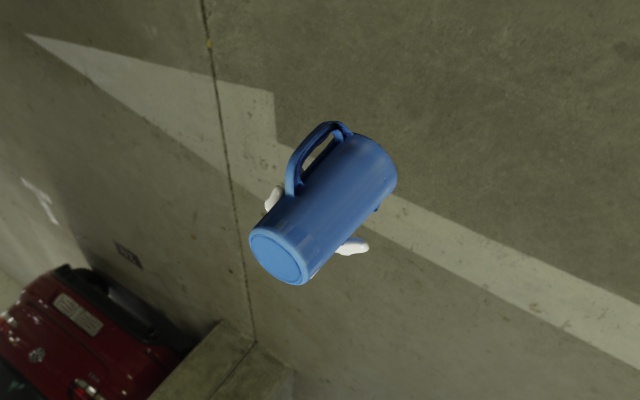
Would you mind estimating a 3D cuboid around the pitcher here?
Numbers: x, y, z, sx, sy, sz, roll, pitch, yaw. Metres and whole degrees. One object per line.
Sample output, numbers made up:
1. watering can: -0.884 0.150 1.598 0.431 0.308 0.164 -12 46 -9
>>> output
1. pitcher: 0.000 0.003 0.732 0.242 0.149 0.145 -47 -10 -34
